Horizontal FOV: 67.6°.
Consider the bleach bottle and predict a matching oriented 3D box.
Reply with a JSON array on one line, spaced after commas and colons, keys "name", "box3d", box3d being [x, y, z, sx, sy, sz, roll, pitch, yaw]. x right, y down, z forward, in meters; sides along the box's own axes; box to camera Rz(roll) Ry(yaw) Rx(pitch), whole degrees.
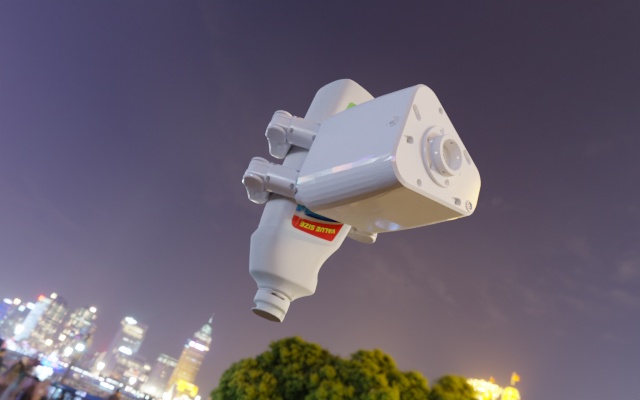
[{"name": "bleach bottle", "box3d": [0.000, 0.001, 0.476, 0.103, 0.250, 0.068, 39, -32, -30]}]
